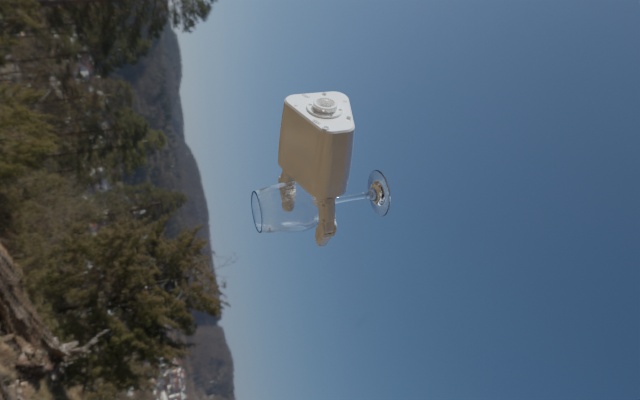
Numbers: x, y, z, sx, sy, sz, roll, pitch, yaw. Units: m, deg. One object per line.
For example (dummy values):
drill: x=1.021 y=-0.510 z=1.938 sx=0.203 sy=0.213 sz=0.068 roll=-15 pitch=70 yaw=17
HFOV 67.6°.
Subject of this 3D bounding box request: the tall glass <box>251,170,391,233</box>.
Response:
tall glass: x=0.001 y=0.002 z=0.722 sx=0.201 sy=0.079 sz=0.079 roll=-9 pitch=3 yaw=-19
